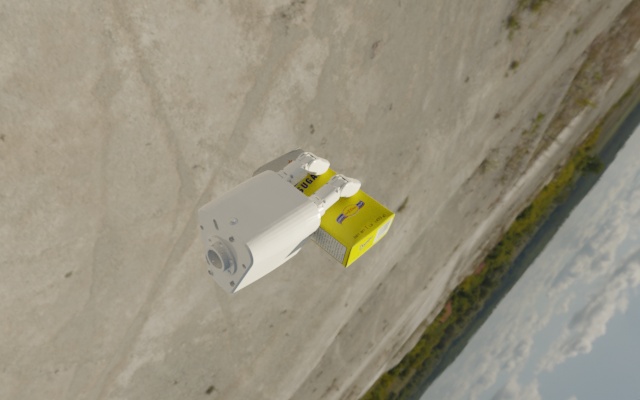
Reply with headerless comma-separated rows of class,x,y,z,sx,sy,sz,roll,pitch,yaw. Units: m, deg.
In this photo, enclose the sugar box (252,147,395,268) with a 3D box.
sugar box,0.000,0.002,0.634,0.176,0.048,0.093,38,48,22
